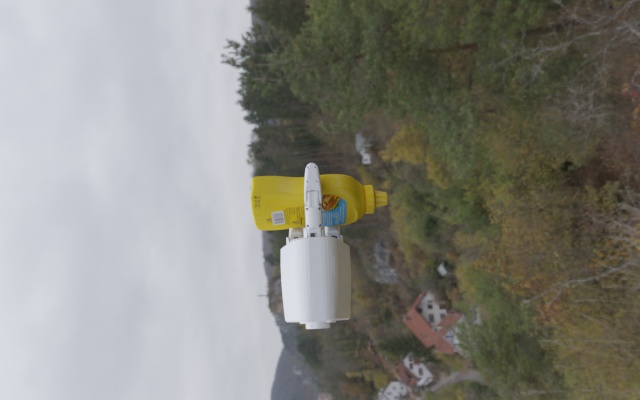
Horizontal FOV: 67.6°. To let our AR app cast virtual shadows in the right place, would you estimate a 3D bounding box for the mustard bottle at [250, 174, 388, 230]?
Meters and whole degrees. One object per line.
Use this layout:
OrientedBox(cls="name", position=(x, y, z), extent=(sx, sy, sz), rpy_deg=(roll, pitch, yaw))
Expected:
OrientedBox(cls="mustard bottle", position=(0.000, 0.002, 0.684), extent=(0.191, 0.058, 0.096), rpy_deg=(-2, -37, -1))
